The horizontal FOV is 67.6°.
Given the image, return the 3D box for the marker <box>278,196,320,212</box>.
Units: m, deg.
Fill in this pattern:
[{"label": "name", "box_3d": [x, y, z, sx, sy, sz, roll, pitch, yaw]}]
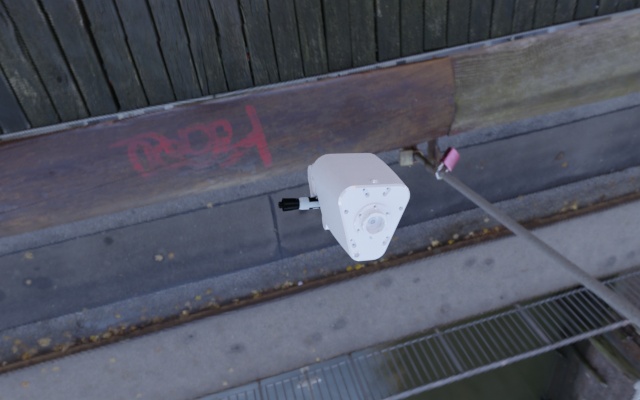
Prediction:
[{"label": "marker", "box_3d": [0.000, 0.002, 0.679, 0.121, 0.020, 0.020, -4, 1, -16]}]
